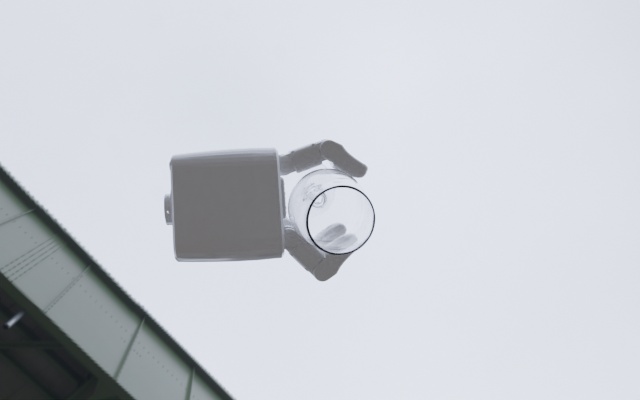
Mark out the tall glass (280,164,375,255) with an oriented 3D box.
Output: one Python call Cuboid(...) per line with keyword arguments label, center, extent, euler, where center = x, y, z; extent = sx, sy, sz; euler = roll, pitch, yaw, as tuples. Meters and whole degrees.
Cuboid(label="tall glass", center=(0.000, 0.001, 0.506), extent=(0.079, 0.079, 0.201), euler=(0, 9, -11))
